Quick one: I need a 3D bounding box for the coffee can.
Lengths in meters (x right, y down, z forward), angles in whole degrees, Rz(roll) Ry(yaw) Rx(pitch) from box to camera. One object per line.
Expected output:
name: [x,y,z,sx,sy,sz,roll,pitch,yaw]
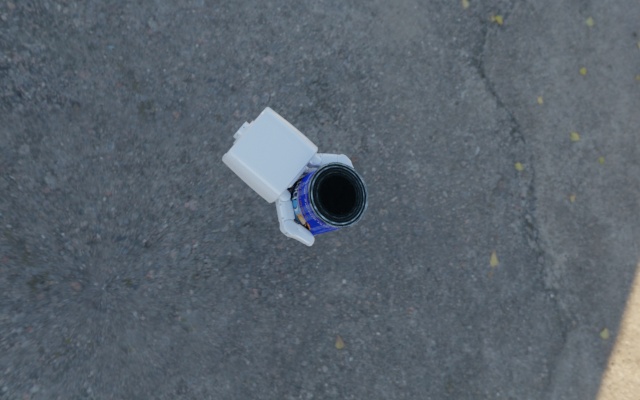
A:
coffee can: [0.000,0.003,0.787,0.103,0.103,0.140,0,-10,-24]
